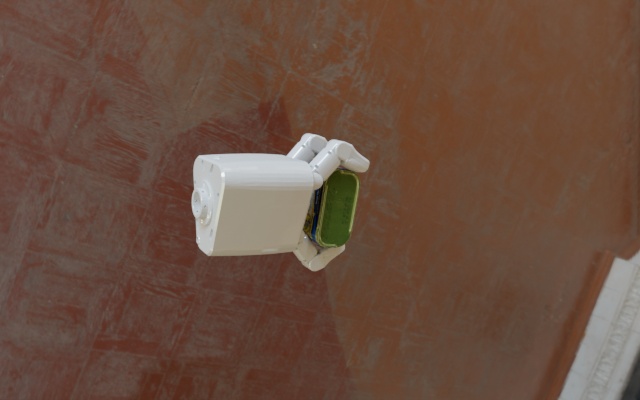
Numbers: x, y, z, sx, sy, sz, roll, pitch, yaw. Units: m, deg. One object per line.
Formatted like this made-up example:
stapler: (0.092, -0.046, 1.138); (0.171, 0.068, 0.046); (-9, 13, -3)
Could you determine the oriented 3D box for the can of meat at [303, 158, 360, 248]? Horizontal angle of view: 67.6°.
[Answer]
can of meat: (0.000, 0.002, 0.601); (0.057, 0.102, 0.084); (2, 11, -34)
